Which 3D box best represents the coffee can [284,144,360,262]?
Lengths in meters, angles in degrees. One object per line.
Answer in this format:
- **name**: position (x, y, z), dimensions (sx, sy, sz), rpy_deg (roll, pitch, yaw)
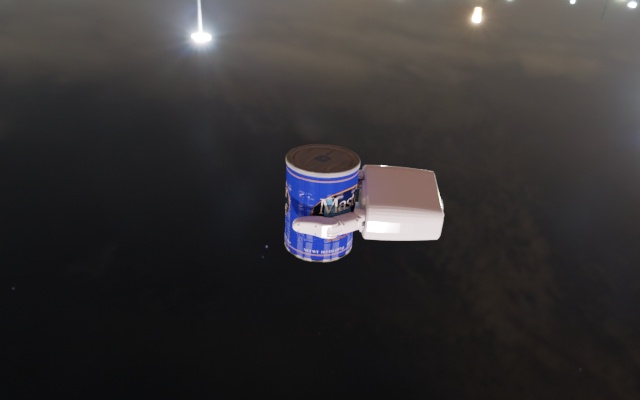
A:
- **coffee can**: position (0.000, 0.002, 0.688), dimensions (0.103, 0.140, 0.102), rpy_deg (3, 28, -1)
